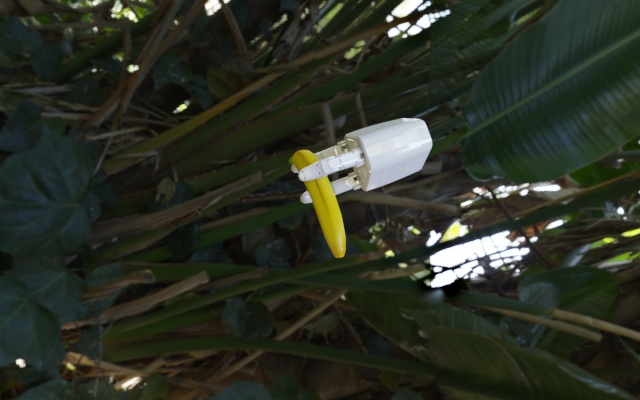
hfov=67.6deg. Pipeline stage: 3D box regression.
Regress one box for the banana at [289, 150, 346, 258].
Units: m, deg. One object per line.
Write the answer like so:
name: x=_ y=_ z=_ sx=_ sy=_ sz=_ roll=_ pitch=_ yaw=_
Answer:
banana: x=-0.001 y=-0.009 z=0.730 sx=0.037 sy=0.197 sz=0.070 roll=-19 pitch=-28 yaw=-10
